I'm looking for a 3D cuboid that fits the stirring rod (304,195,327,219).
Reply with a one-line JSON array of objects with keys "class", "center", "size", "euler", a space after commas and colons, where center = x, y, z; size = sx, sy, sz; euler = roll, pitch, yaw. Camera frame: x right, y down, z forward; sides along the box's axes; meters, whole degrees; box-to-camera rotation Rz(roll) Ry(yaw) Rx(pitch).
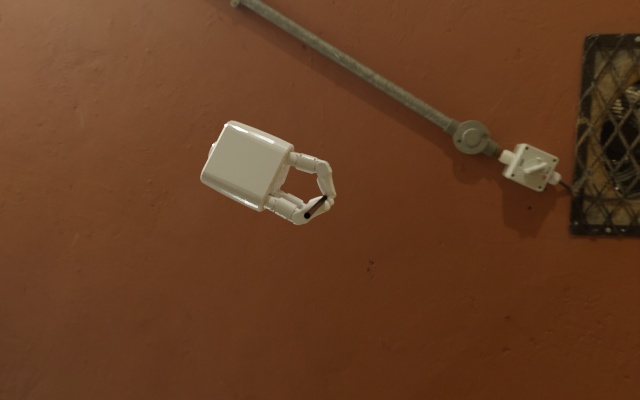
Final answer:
[{"class": "stirring rod", "center": [0.000, 0.002, 0.682], "size": [0.011, 0.011, 0.239], "euler": [0, 8, 8]}]
